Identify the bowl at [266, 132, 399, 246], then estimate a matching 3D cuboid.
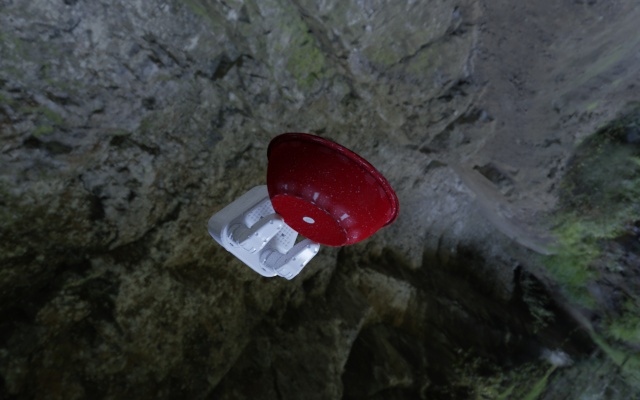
[{"bbox_3d":[0.000,0.002,0.514,0.162,0.055,0.162,24,-26,13],"label":"bowl"}]
